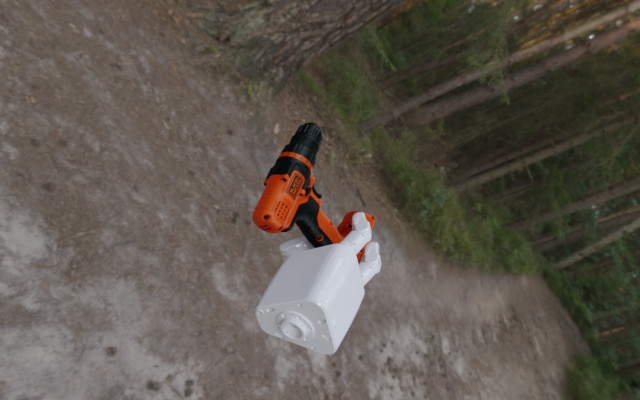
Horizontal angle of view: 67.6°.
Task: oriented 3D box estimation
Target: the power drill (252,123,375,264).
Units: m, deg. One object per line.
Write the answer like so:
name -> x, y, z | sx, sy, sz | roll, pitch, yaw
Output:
power drill -> 0.000, 0.003, 0.702 | 0.057, 0.184, 0.188 | -10, -44, 47
